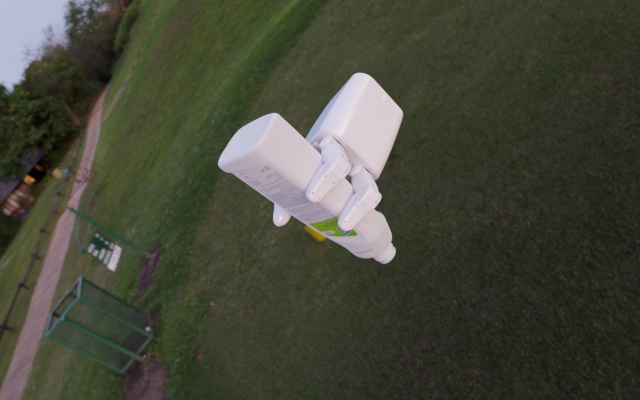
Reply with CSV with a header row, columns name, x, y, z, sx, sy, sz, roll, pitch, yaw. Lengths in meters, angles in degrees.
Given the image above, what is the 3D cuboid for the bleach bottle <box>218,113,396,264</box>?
name,x,y,z,sx,sy,sz,roll,pitch,yaw
bleach bottle,0.000,0.002,0.596,0.251,0.068,0.102,41,-30,-27
